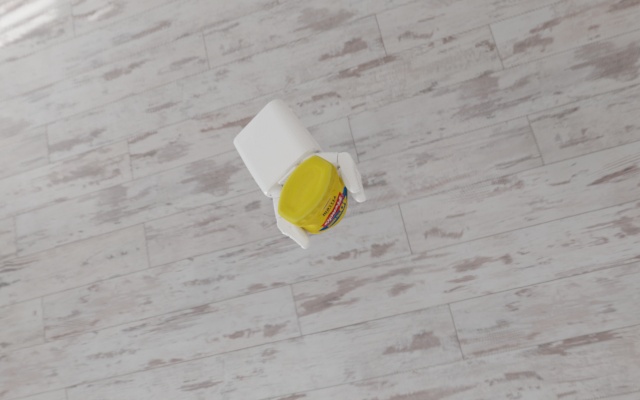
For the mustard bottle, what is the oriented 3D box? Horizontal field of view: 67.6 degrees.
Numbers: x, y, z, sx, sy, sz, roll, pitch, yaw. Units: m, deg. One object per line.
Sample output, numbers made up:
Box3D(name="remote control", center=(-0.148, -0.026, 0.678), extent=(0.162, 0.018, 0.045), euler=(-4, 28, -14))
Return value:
Box3D(name="mustard bottle", center=(0.000, 0.003, 0.711), extent=(0.058, 0.096, 0.192), euler=(30, -3, 17))
